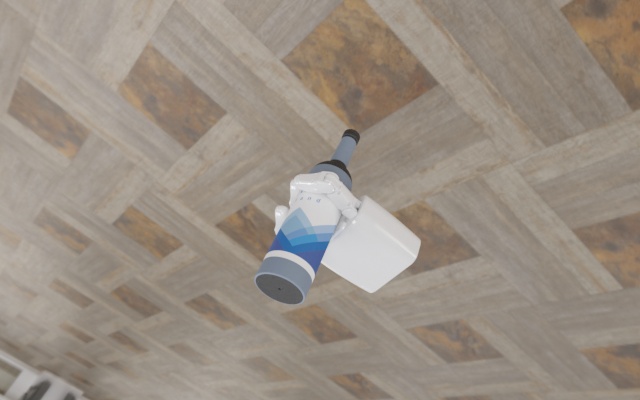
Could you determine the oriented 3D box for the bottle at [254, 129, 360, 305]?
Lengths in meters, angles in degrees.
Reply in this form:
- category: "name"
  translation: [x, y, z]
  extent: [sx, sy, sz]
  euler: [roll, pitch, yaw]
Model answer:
- category: "bottle"
  translation: [0.000, 0.002, 0.663]
  extent: [0.069, 0.295, 0.069]
  euler: [15, -39, 13]
